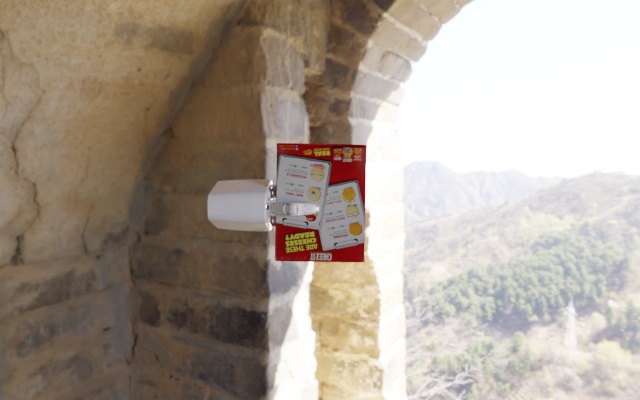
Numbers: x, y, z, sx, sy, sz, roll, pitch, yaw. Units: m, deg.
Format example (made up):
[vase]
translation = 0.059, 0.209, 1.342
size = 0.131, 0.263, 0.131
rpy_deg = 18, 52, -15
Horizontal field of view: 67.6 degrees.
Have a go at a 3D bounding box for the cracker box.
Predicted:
[cracker box]
translation = 0.000, 0.003, 0.884
size = 0.164, 0.214, 0.072
rpy_deg = 1, 3, 1
